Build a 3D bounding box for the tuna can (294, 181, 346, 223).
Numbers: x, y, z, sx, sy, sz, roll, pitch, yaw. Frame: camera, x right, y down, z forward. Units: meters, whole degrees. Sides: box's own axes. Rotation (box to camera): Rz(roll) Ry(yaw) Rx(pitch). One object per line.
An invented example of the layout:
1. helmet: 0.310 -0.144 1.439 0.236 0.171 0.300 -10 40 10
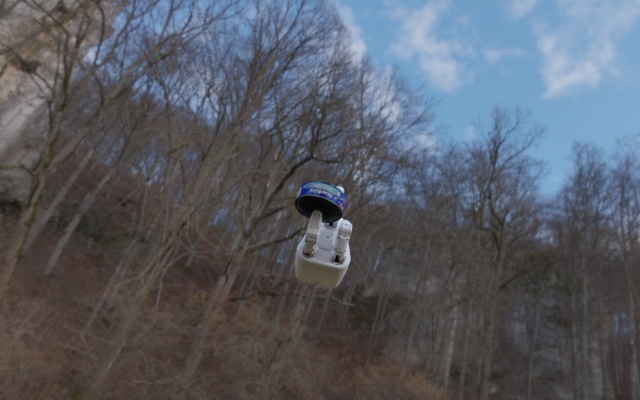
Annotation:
1. tuna can: 0.000 0.002 0.827 0.086 0.033 0.086 13 -30 8
